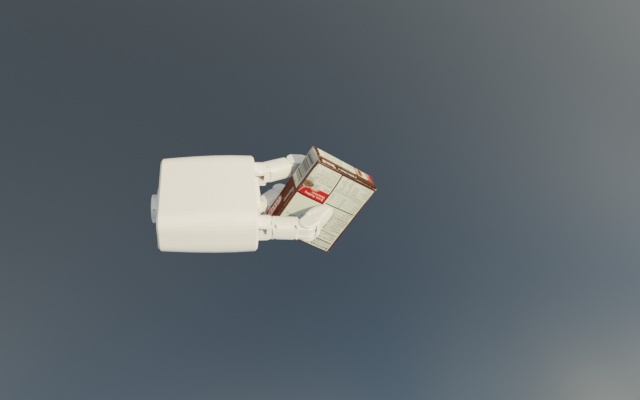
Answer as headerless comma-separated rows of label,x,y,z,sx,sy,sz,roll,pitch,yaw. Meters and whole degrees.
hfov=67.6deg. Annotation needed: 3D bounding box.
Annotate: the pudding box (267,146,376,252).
pudding box,0.000,0.002,0.591,0.090,0.113,0.039,25,27,-26
